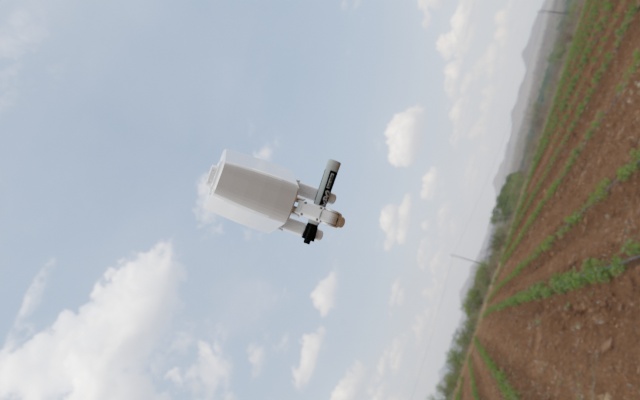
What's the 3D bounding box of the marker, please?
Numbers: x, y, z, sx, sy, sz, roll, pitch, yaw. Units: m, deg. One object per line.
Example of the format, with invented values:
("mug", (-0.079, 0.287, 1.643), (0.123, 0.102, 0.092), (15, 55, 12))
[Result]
("marker", (0.000, 0.002, 0.658), (0.020, 0.121, 0.020), (19, -4, 2))
